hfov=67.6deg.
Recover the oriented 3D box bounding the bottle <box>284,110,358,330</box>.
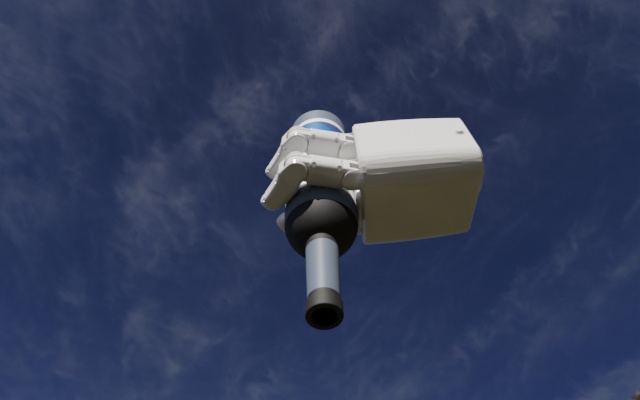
[{"bbox_3d":[0.000,0.001,0.458,0.069,0.069,0.295,0,33,-1],"label":"bottle"}]
